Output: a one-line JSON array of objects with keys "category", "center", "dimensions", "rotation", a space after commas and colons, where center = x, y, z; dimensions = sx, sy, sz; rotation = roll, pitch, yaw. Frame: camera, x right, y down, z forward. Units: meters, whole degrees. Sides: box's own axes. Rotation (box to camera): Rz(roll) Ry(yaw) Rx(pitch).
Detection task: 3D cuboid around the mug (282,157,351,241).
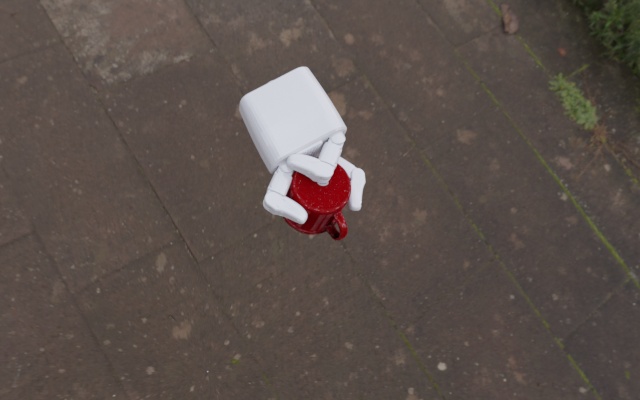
[{"category": "mug", "center": [0.001, 0.003, 0.656], "dimensions": [0.093, 0.117, 0.081], "rotation": [-26, -12, -20]}]
